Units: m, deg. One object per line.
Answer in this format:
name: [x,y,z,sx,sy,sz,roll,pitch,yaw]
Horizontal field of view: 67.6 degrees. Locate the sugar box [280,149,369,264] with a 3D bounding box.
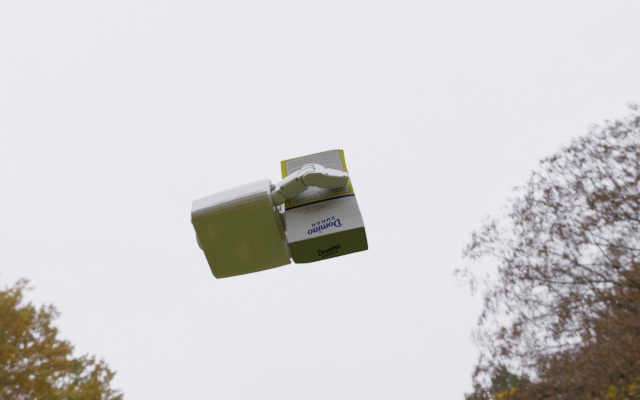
sugar box: [0.000,0.002,0.622,0.093,0.048,0.176,-12,40,2]
